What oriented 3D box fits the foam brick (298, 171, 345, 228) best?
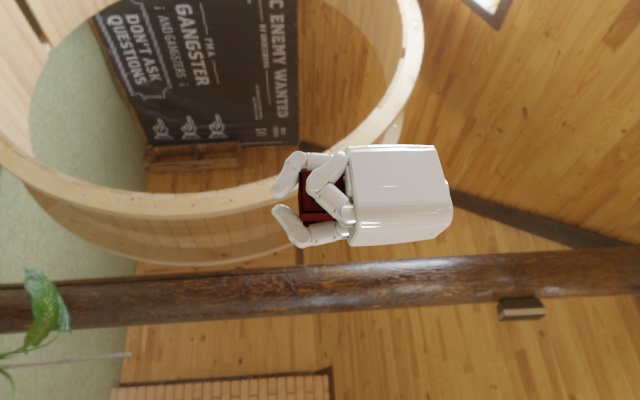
[{"bbox_3d":[0.000,0.002,0.572,0.051,0.053,0.078,-3,-18,-5],"label":"foam brick"}]
